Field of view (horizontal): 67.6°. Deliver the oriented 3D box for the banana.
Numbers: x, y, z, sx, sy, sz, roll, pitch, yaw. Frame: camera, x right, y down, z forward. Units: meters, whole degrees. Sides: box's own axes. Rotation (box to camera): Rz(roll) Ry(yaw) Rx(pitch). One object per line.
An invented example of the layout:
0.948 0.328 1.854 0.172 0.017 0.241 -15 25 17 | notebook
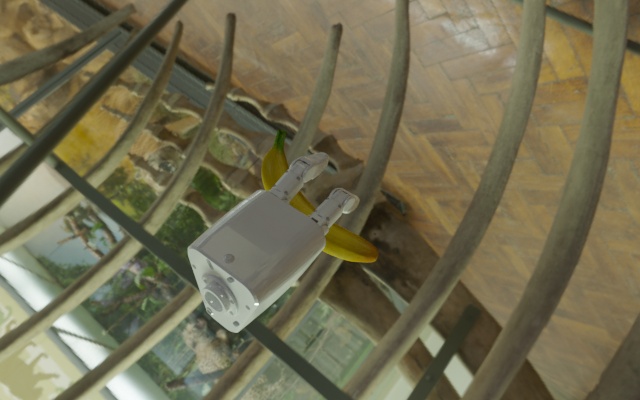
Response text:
-0.014 0.010 0.582 0.070 0.198 0.037 -42 -6 30 | banana
